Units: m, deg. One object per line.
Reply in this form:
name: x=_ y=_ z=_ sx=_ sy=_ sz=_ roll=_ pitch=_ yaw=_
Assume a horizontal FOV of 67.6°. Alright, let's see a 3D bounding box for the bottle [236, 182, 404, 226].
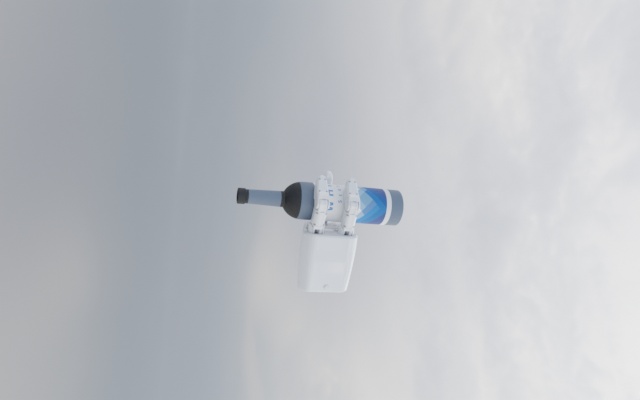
bottle: x=0.000 y=0.003 z=0.849 sx=0.296 sy=0.069 sz=0.069 roll=5 pitch=-1 yaw=-17
